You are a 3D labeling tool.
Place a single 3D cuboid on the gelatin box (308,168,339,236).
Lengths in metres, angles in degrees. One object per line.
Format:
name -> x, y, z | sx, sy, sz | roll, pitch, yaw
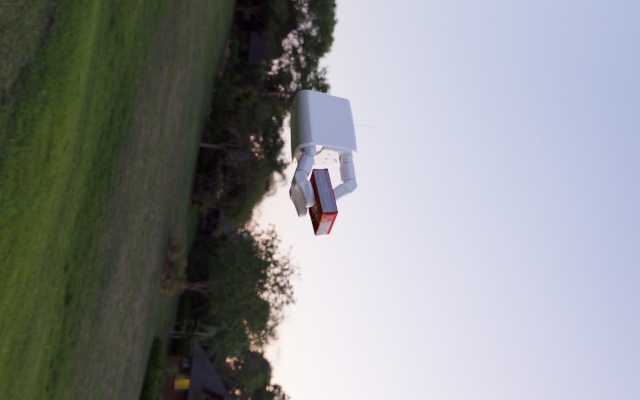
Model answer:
gelatin box -> 0.001, 0.003, 0.787 | 0.030, 0.089, 0.073 | -4, -31, -16
